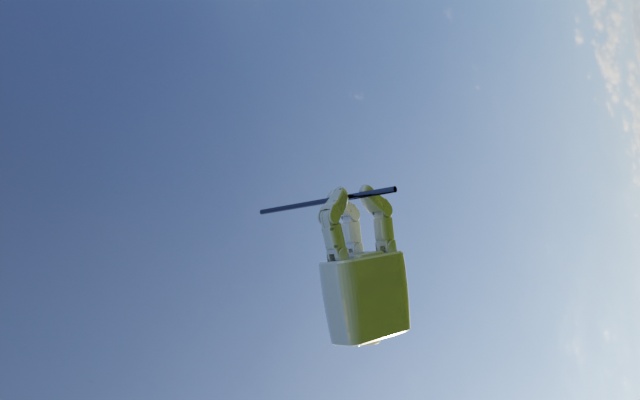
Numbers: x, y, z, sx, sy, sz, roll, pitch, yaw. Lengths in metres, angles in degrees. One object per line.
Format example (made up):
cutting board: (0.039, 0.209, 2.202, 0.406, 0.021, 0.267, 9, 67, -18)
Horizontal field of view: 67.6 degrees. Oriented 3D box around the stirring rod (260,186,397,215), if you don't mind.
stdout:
stirring rod: (0.000, 0.002, 0.655, 0.239, 0.011, 0.011, -10, -7, 40)
